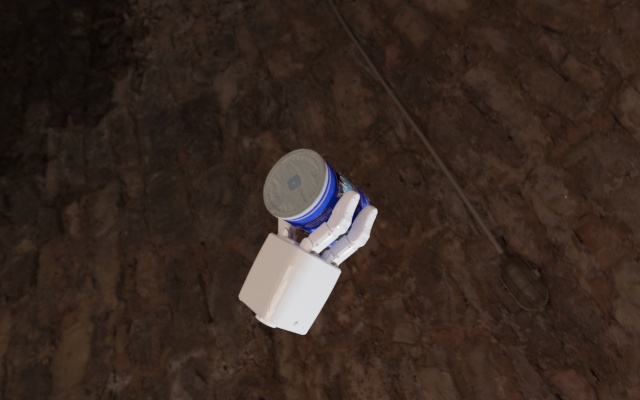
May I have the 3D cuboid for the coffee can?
[{"bbox_3d":[0.000,0.002,0.692,0.103,0.102,0.140,0,-22,35],"label":"coffee can"}]
